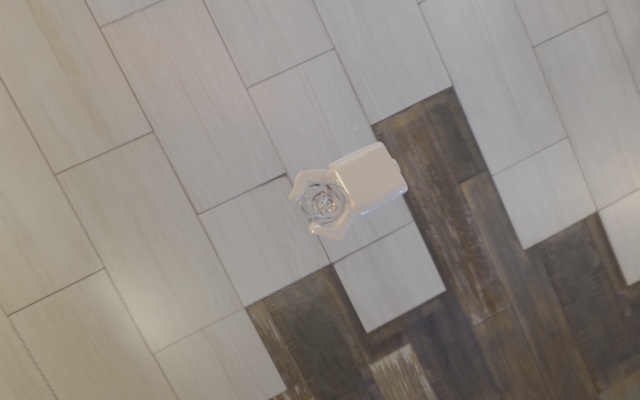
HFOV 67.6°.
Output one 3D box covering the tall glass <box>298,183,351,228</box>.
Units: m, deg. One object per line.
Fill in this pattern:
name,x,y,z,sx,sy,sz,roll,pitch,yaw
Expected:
tall glass,0.000,0.003,0.895,0.079,0.079,0.201,0,3,-9
